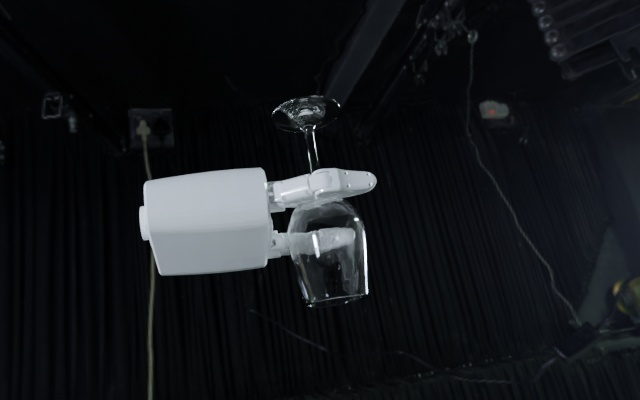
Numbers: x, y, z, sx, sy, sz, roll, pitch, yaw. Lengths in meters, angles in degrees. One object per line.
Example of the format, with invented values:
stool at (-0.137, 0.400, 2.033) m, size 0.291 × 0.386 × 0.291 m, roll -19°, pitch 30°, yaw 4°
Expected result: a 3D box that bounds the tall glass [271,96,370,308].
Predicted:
tall glass at (0.000, 0.001, 0.477) m, size 0.079 × 0.201 × 0.079 m, roll -9°, pitch -18°, yaw -3°
